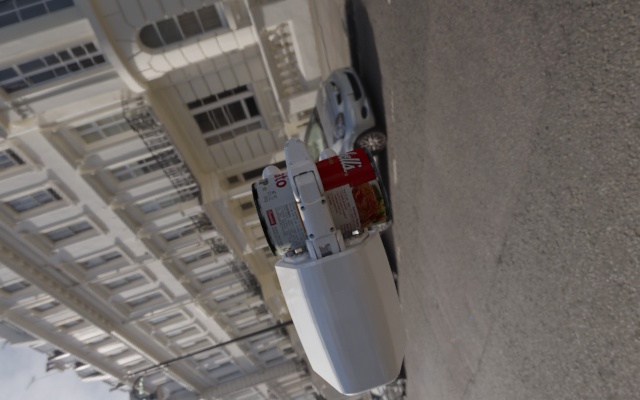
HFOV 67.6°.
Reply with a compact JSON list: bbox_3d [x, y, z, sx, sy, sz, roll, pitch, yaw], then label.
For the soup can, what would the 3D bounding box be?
[{"bbox_3d":[0.000,0.001,0.406,0.102,0.068,0.068,-18,0,-1],"label":"soup can"}]
